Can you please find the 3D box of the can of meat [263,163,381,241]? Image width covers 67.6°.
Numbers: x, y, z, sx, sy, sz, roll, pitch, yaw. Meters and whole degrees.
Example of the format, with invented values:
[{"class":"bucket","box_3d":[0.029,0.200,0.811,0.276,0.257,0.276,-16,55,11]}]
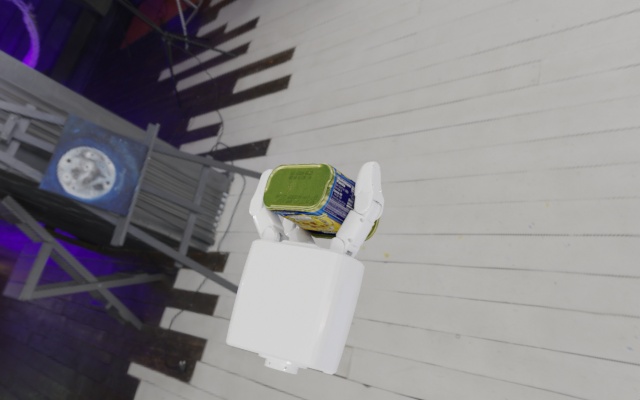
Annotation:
[{"class":"can of meat","box_3d":[0.000,0.001,0.509,0.102,0.057,0.084,1,-22,45]}]
